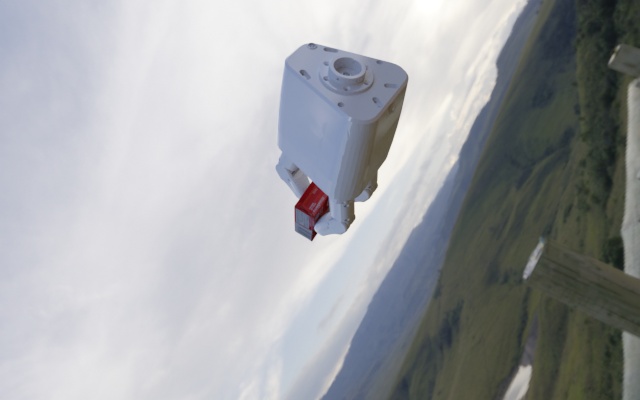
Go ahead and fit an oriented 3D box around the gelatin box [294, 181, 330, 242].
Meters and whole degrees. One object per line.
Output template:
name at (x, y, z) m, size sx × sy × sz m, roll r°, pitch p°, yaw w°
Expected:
gelatin box at (0.000, 0.002, 0.578) m, size 0.030 × 0.073 × 0.089 m, roll 32°, pitch -21°, yaw 10°
